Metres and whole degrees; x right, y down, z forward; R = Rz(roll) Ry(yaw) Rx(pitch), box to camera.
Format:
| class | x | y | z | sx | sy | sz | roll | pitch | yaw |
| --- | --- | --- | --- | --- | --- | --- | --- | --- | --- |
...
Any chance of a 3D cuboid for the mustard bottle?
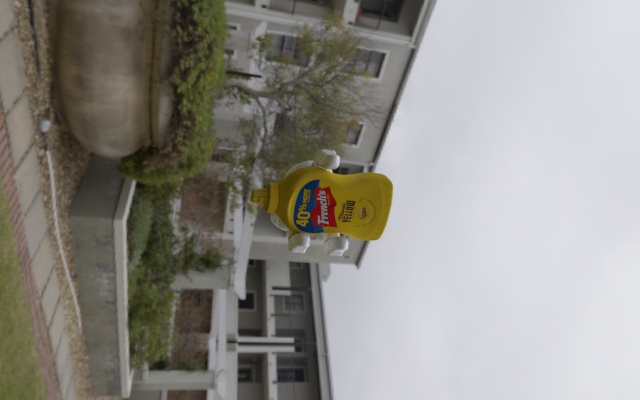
| class | x | y | z | sx | sy | sz | roll | pitch | yaw |
| --- | --- | --- | --- | --- | --- | --- | --- | --- | --- |
| mustard bottle | 0.000 | 0.002 | 0.664 | 0.191 | 0.096 | 0.058 | 6 | 23 | -15 |
